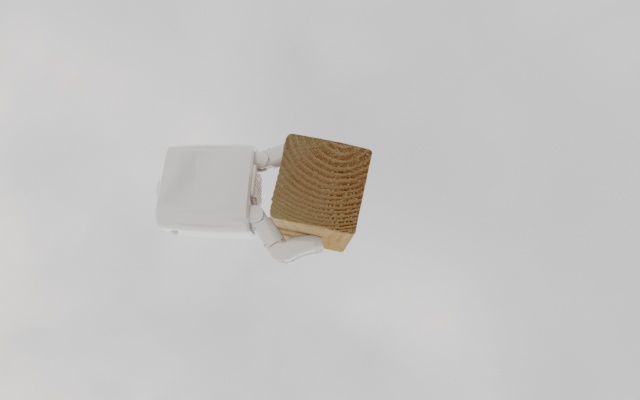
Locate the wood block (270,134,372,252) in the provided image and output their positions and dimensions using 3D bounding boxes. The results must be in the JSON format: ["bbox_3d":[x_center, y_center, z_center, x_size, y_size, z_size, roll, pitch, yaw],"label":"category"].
[{"bbox_3d":[0.000,0.002,0.573,0.090,0.091,0.206,12,-11,2],"label":"wood block"}]
